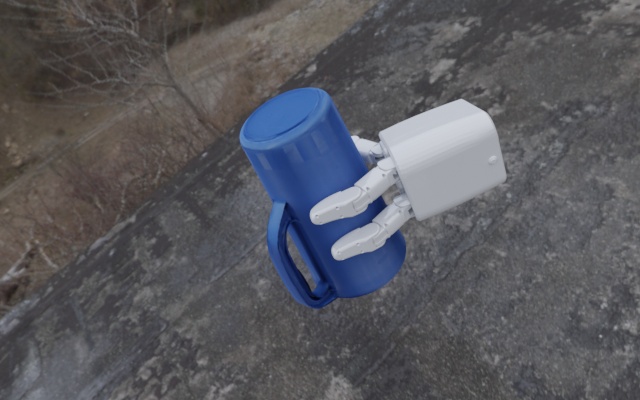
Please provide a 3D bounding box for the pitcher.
[{"bbox_3d":[0.000,0.002,0.564,0.145,0.243,0.149,-22,36,9],"label":"pitcher"}]
